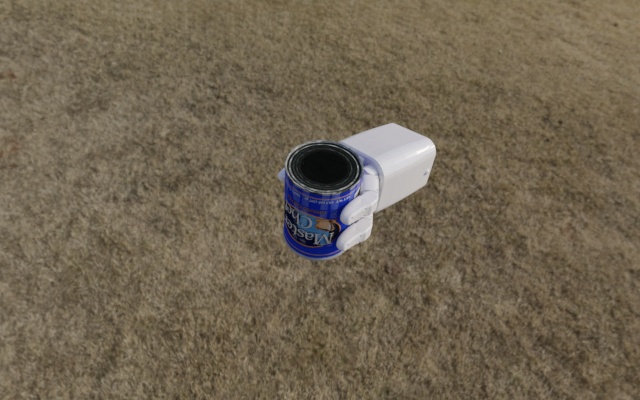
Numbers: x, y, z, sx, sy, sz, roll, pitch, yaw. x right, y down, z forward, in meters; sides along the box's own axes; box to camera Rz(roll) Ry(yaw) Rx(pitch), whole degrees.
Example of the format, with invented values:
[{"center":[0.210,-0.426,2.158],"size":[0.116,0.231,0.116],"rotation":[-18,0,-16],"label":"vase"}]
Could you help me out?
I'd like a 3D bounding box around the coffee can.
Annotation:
[{"center":[0.000,0.002,0.665],"size":[0.103,0.102,0.140],"rotation":[0,-43,-5],"label":"coffee can"}]
